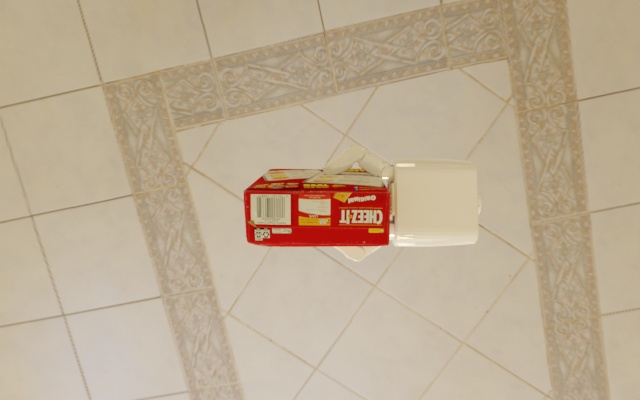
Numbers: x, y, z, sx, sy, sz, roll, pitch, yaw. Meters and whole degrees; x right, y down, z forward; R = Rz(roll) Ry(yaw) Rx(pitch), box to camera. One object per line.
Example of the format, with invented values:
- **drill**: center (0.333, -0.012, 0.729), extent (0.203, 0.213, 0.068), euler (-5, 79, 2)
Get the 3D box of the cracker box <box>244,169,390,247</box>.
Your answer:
- **cracker box**: center (0.000, 0.002, 0.630), extent (0.164, 0.072, 0.213), euler (0, 10, 2)
